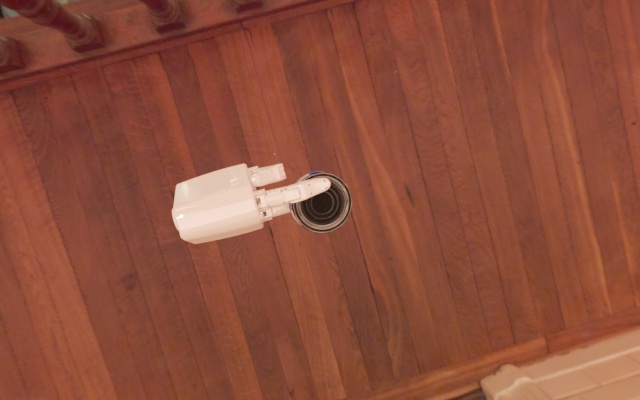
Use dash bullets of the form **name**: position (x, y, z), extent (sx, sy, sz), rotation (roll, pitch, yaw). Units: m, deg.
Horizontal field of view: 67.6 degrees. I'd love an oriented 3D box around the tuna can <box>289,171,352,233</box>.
- **tuna can**: position (0.000, 0.002, 0.665), extent (0.086, 0.086, 0.034), rotation (0, 4, -11)
